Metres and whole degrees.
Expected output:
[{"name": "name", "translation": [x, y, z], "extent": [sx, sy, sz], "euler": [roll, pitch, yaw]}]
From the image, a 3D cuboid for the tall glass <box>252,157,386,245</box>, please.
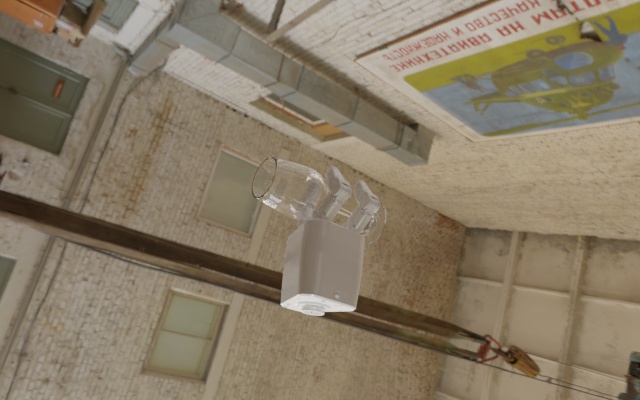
[{"name": "tall glass", "translation": [0.001, 0.002, 0.702], "extent": [0.201, 0.079, 0.079], "euler": [24, -13, -32]}]
